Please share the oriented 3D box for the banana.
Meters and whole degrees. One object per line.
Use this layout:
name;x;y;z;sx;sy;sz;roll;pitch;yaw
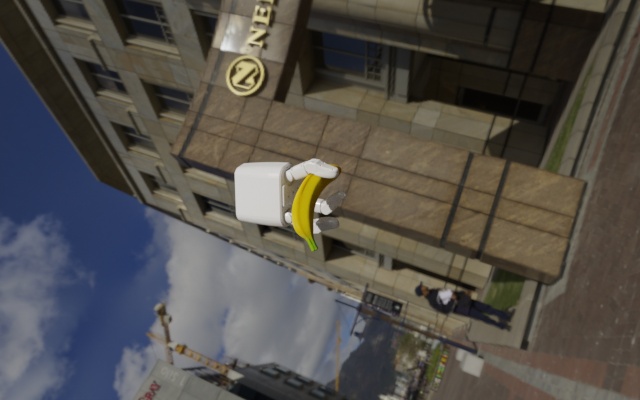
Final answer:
banana;-0.010;-0.007;0.836;0.037;0.197;0.070;-12;-48;34
